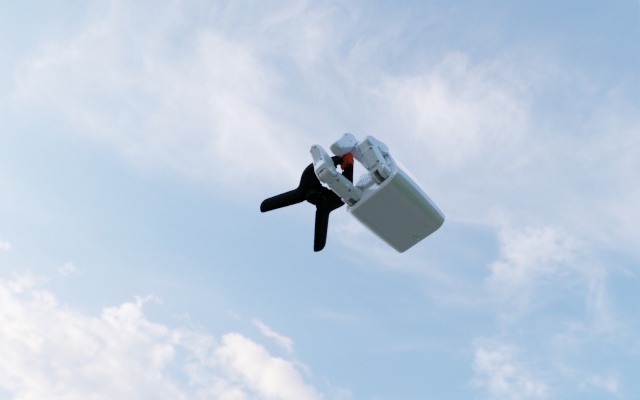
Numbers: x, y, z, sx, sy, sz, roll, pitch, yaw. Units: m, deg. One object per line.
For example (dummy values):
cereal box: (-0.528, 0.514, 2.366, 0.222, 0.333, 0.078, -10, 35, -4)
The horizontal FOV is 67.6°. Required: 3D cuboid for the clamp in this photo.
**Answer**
clamp: (0.000, 0.002, 0.718, 0.171, 0.120, 0.039, -39, 17, 31)
